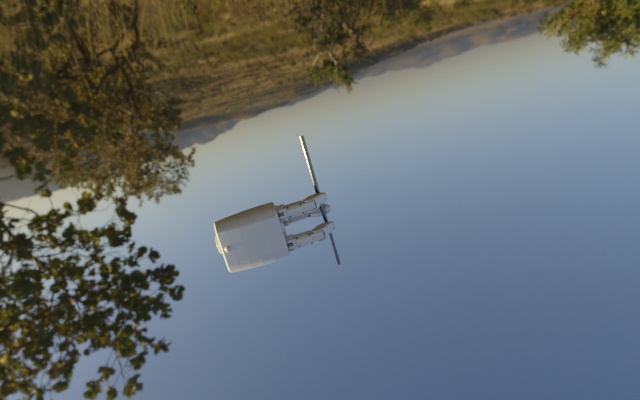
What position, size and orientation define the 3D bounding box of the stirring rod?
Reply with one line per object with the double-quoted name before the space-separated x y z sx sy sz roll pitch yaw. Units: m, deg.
"stirring rod" 0.000 0.003 0.844 0.011 0.239 0.011 -15 12 3
